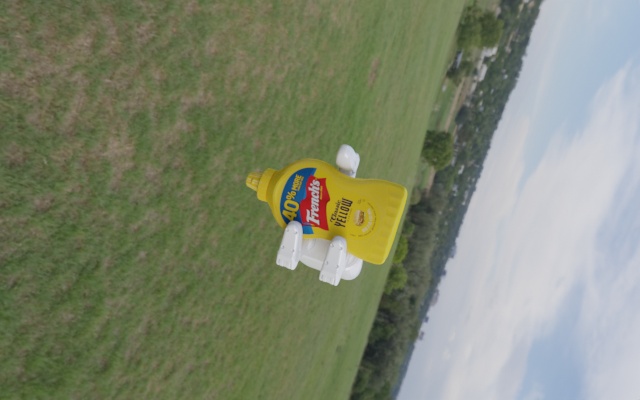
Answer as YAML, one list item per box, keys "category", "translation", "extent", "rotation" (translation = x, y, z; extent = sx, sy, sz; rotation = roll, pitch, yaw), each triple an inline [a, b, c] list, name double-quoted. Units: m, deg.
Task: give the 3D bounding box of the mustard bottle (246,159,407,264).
- category: "mustard bottle"
  translation: [0.000, 0.002, 0.575]
  extent: [0.191, 0.096, 0.058]
  rotation: [18, 9, 12]
